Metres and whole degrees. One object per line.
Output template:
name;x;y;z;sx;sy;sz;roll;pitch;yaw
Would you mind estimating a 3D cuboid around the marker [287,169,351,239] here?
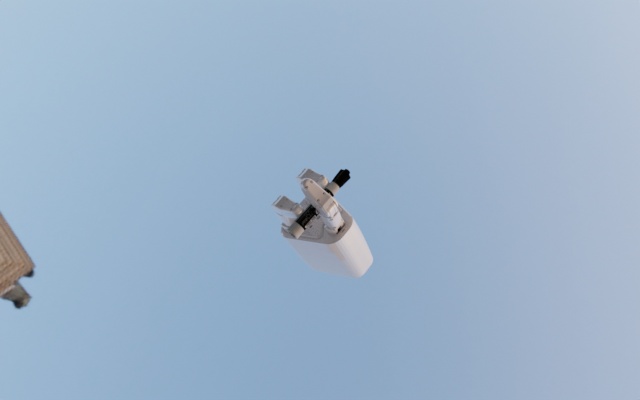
marker;0.000;0.002;0.649;0.020;0.121;0.020;37;-17;14
